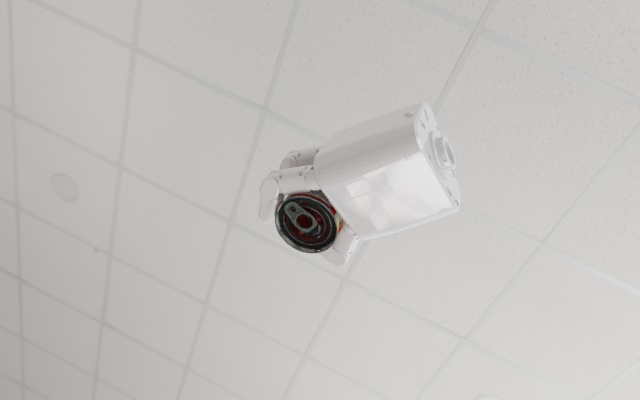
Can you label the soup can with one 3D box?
[{"bbox_3d":[0.000,0.002,0.526,0.068,0.068,0.102,0,29,20],"label":"soup can"}]
